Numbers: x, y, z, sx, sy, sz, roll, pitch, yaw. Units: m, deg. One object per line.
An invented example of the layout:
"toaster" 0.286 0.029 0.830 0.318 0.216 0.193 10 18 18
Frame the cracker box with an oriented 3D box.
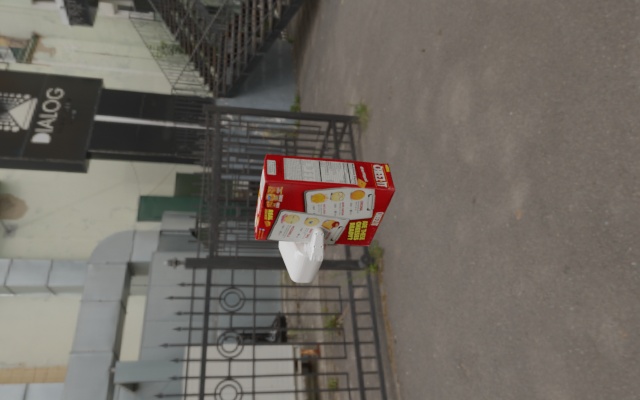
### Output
"cracker box" 0.000 0.003 0.828 0.214 0.072 0.164 3 -40 -12
